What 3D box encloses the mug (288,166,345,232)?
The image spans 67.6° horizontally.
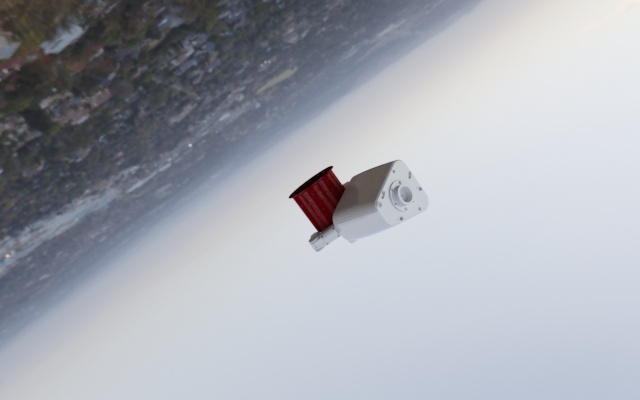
[{"bbox_3d":[-0.001,0.003,0.823,0.093,0.081,0.117,-42,11,-33],"label":"mug"}]
